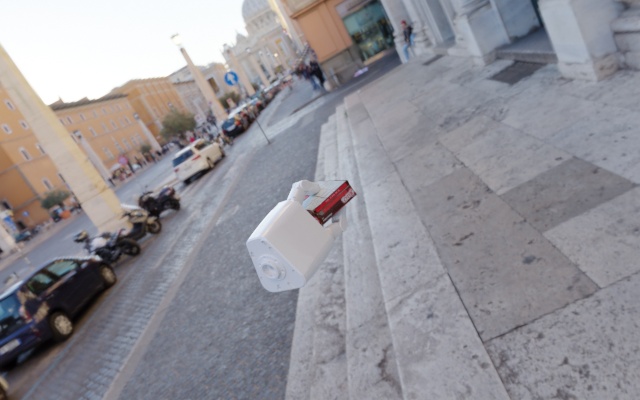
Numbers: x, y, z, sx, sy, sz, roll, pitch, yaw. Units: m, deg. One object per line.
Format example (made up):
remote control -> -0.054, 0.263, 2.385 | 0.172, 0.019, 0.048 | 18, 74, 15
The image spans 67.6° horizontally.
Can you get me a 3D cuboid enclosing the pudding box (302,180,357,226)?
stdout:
pudding box -> 0.000, 0.003, 0.870 | 0.090, 0.039, 0.113 | -40, 20, -21
